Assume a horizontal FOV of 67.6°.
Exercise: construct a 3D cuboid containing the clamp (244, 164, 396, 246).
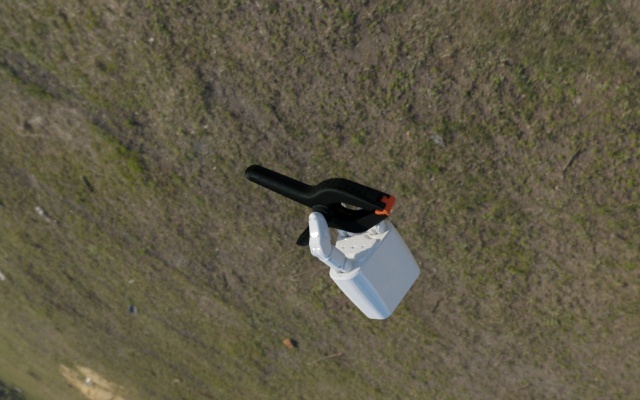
[{"bbox_3d":[0.000,0.003,0.653,0.210,0.036,0.165,-8,-48,42],"label":"clamp"}]
